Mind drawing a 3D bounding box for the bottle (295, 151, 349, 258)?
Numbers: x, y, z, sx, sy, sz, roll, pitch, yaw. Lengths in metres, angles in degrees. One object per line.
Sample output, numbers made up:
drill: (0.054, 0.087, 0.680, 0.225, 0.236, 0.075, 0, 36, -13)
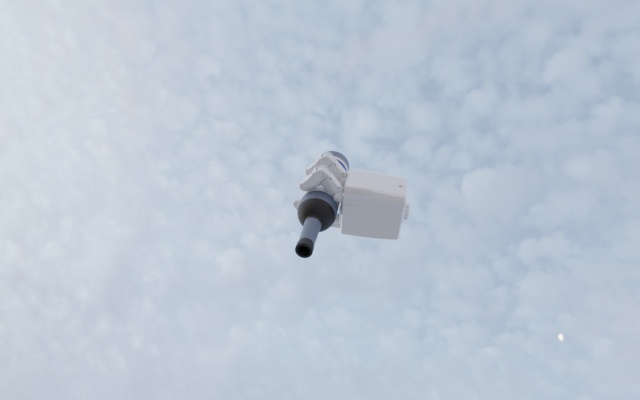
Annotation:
bottle: (0.000, 0.003, 0.837, 0.069, 0.069, 0.295, 0, 30, 11)
